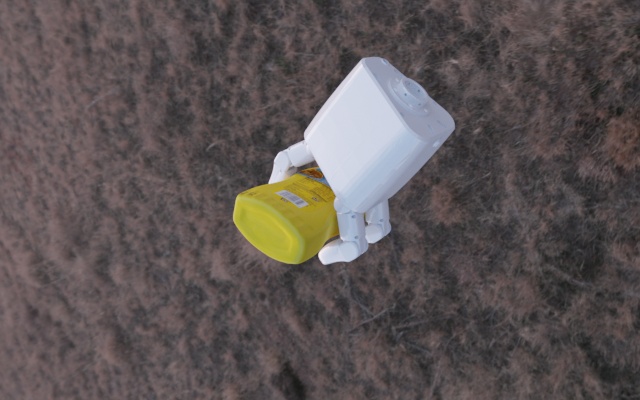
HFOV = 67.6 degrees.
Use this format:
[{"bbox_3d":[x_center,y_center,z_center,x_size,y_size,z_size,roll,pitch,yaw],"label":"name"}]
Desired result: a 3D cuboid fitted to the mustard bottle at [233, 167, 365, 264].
[{"bbox_3d":[0.000,0.002,0.541,0.096,0.058,0.191,29,32,26],"label":"mustard bottle"}]
